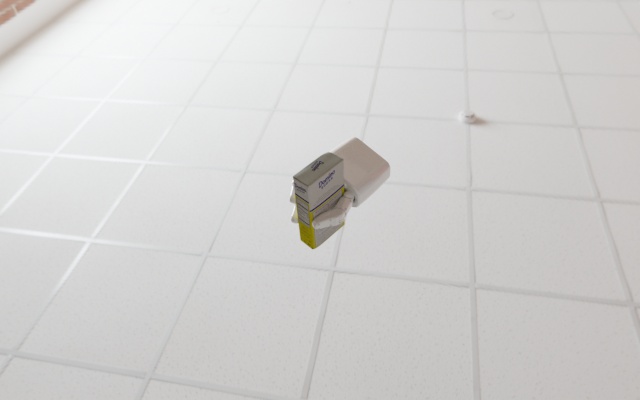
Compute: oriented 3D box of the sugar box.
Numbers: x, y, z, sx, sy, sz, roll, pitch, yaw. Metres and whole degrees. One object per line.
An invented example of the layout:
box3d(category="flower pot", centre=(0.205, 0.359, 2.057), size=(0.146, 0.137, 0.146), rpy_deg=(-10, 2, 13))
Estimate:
box3d(category="sugar box", centre=(0.000, 0.003, 0.887), size=(0.048, 0.176, 0.093), rpy_deg=(32, 55, 32))
